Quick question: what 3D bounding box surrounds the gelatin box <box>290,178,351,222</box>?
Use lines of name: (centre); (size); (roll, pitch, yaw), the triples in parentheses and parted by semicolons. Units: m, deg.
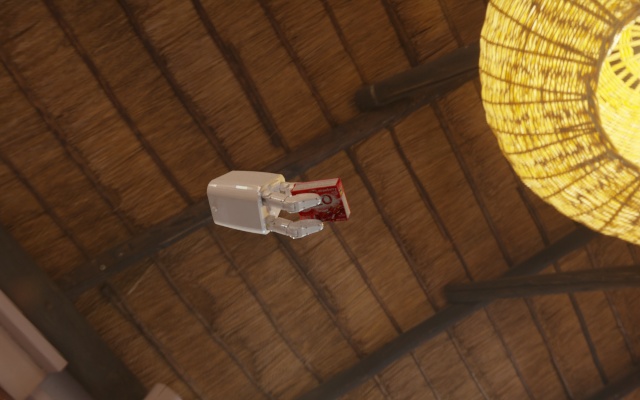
gelatin box: (0.001, 0.002, 0.835); (0.089, 0.073, 0.030); (-7, 31, 21)
